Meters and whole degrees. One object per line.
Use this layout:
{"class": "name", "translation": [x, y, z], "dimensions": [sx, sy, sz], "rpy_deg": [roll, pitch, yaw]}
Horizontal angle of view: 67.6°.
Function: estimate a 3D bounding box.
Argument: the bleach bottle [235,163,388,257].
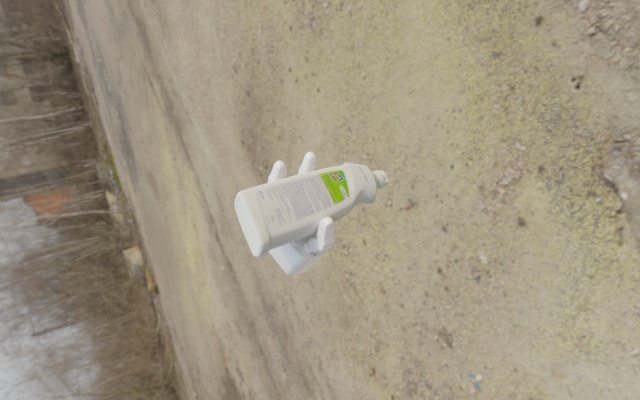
{"class": "bleach bottle", "translation": [0.000, 0.002, 0.749], "dimensions": [0.251, 0.102, 0.068], "rpy_deg": [-17, -18, -25]}
